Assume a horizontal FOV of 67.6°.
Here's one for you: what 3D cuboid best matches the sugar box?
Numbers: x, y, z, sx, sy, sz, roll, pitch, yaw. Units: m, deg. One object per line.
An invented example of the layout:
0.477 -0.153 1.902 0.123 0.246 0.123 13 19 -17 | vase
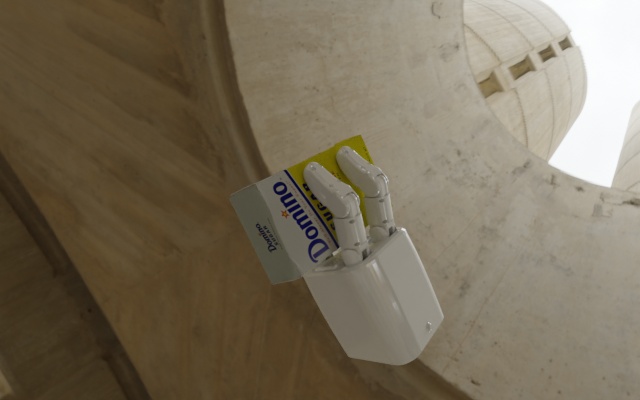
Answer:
0.001 0.002 0.480 0.048 0.093 0.176 -21 7 39 | sugar box
